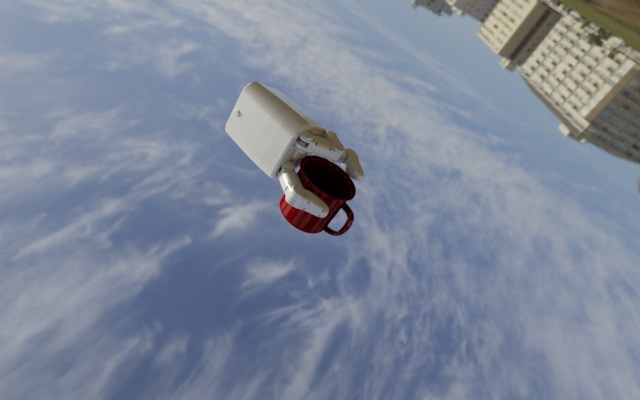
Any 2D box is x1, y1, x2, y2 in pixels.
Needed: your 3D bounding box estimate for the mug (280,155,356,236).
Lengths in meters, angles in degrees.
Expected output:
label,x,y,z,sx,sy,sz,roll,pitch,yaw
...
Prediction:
label,x,y,z,sx,sy,sz,roll,pitch,yaw
mug,0.001,0.003,0.699,0.117,0.081,0.093,45,33,15
